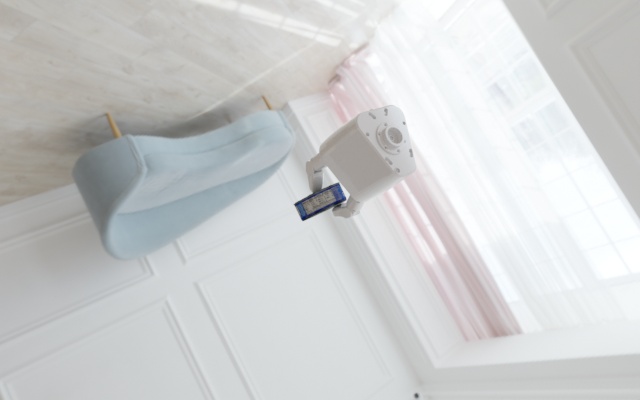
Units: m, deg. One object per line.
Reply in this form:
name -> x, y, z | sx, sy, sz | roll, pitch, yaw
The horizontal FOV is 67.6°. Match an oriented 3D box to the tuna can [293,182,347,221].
tuna can -> 0.000, 0.003, 0.797 | 0.086, 0.034, 0.086 | -26, -2, -1
